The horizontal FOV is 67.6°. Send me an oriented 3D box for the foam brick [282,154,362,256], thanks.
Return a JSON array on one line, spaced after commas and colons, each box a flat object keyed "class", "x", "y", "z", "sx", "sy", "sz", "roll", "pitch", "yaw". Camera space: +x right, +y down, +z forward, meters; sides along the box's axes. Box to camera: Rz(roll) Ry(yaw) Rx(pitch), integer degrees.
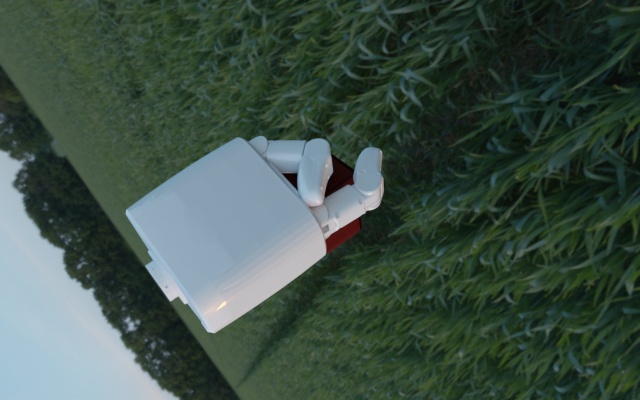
[{"class": "foam brick", "x": 0.000, "y": 0.002, "z": 0.431, "sx": 0.051, "sy": 0.078, "sz": 0.053, "roll": -36, "pitch": 52, "yaw": -21}]
